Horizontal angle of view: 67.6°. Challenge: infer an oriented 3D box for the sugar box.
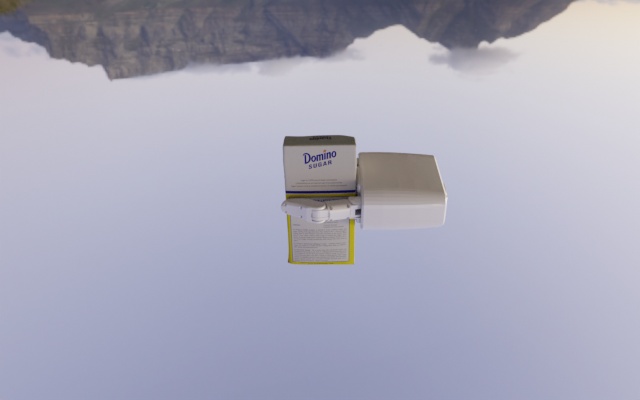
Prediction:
[{"bbox_3d":[0.000,0.002,0.635,0.093,0.176,0.048,0,24,0],"label":"sugar box"}]
